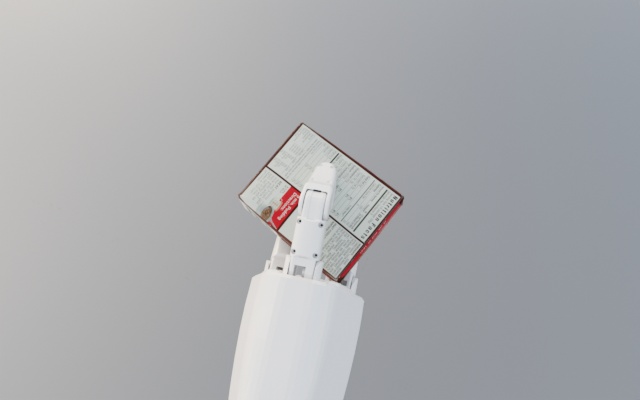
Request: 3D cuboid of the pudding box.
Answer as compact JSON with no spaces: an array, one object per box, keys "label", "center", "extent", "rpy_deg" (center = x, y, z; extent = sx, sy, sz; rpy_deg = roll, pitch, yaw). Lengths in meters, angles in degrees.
[{"label":"pudding box","center":[0.000,0.001,0.406],"extent":[0.113,0.090,0.039],"rpy_deg":[39,-8,11]}]
